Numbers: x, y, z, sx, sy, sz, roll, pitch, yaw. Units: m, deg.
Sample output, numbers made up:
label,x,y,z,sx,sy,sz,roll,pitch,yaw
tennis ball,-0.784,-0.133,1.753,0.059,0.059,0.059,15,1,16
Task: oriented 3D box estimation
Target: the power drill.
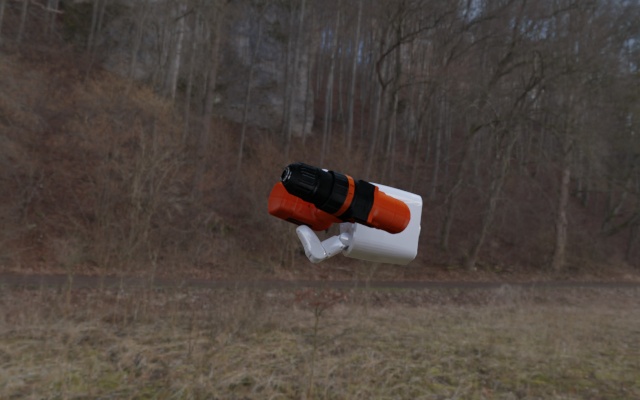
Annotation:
label,x,y,z,sx,sy,sz,roll,pitch,yaw
power drill,0.000,0.002,0.646,0.184,0.057,0.187,22,-12,-27
